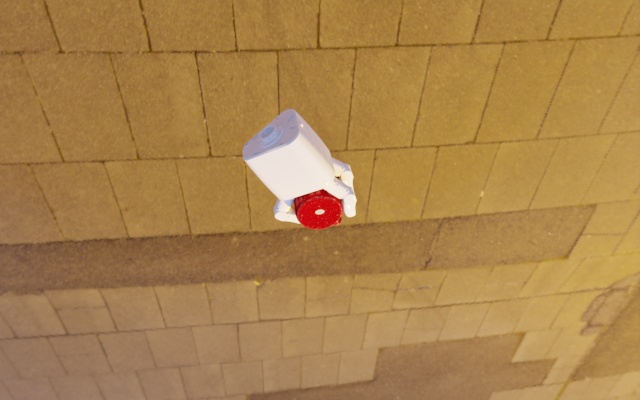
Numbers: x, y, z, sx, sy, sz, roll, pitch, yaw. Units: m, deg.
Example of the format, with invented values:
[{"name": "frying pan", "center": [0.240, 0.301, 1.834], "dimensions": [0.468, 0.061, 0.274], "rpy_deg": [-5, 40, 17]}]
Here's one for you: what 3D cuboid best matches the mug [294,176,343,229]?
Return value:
[{"name": "mug", "center": [0.001, 0.004, 0.842], "dimensions": [0.093, 0.081, 0.117], "rpy_deg": [-29, -50, 17]}]
